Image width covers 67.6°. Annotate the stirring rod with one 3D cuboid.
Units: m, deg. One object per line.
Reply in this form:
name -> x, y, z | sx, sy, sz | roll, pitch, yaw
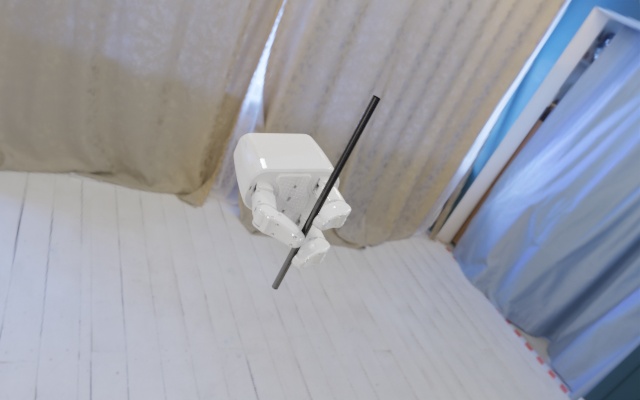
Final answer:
stirring rod -> 0.000, 0.002, 0.488 | 0.011, 0.240, 0.011 | 23, 25, -12
